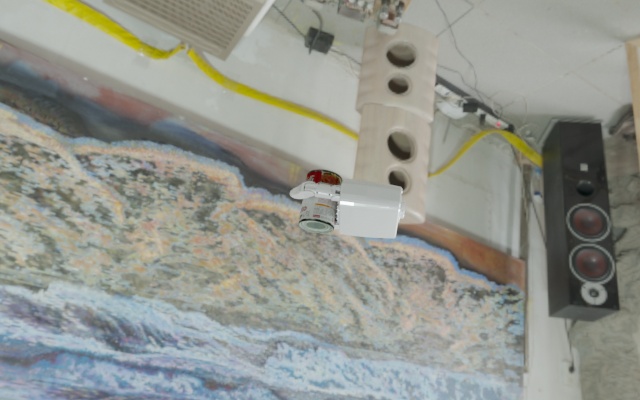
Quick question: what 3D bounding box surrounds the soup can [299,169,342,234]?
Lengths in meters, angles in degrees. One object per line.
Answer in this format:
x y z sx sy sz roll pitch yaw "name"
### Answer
0.000 0.003 0.883 0.068 0.102 0.068 8 -22 3 "soup can"
